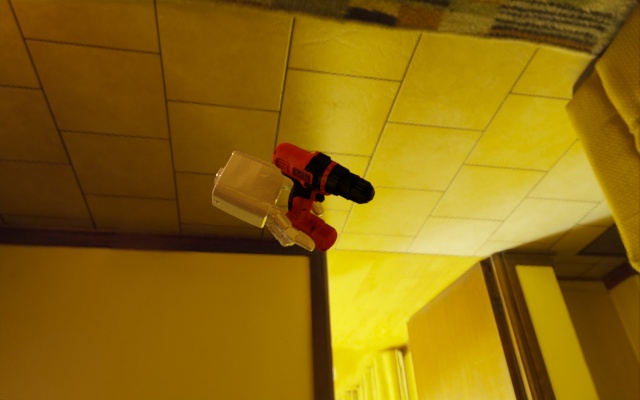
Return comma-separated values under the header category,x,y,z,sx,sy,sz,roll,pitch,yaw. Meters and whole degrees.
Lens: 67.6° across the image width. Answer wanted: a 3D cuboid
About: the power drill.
category,x,y,z,sx,sy,sz,roll,pitch,yaw
power drill,0.000,0.003,0.824,0.184,0.188,0.057,28,48,20
